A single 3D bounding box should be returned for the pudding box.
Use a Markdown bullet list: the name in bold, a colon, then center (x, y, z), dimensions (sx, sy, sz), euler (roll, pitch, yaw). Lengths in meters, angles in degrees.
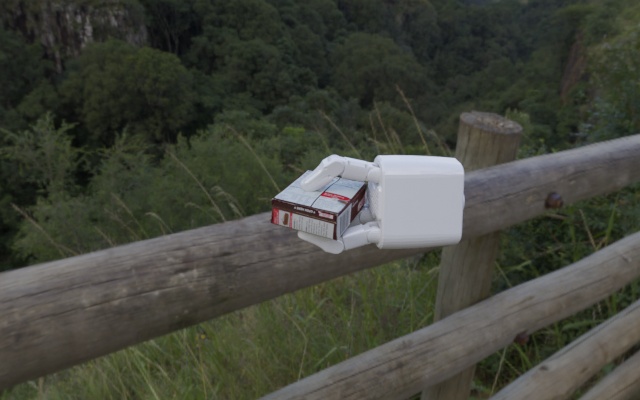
- **pudding box**: center (0.000, 0.002, 0.613), dimensions (0.090, 0.039, 0.113), euler (13, 25, 19)
